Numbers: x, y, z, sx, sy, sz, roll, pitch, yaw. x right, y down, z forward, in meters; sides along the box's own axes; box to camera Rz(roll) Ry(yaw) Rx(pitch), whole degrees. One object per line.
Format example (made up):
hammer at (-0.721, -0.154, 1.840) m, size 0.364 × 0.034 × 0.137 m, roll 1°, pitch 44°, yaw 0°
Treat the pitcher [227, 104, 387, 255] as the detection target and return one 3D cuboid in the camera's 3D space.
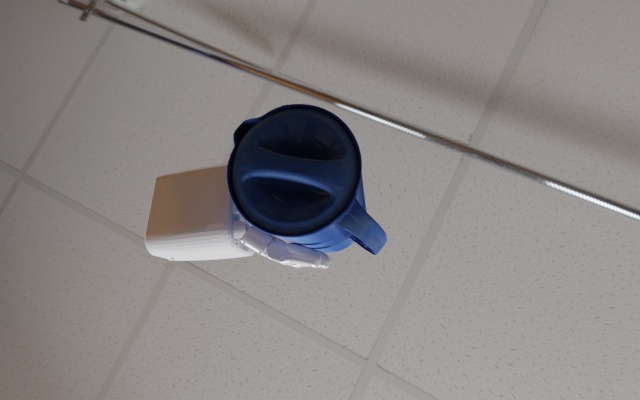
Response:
pitcher at (0.000, 0.002, 0.563) m, size 0.145 × 0.149 × 0.243 m, roll -8°, pitch -14°, yaw 8°
